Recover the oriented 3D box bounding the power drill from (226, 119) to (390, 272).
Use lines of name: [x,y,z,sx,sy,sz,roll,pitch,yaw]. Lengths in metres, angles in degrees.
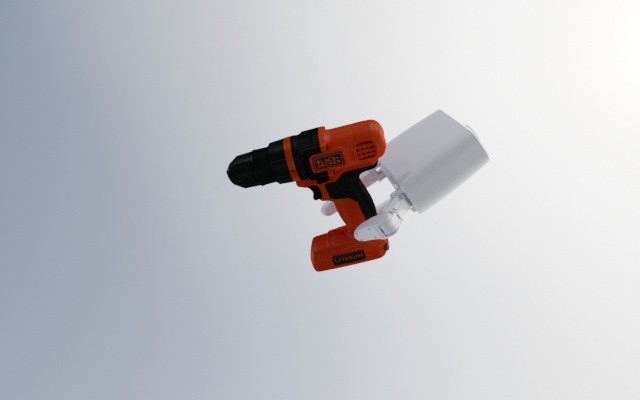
power drill: [0.000,0.002,0.580,0.184,0.188,0.057,-13,38,8]
